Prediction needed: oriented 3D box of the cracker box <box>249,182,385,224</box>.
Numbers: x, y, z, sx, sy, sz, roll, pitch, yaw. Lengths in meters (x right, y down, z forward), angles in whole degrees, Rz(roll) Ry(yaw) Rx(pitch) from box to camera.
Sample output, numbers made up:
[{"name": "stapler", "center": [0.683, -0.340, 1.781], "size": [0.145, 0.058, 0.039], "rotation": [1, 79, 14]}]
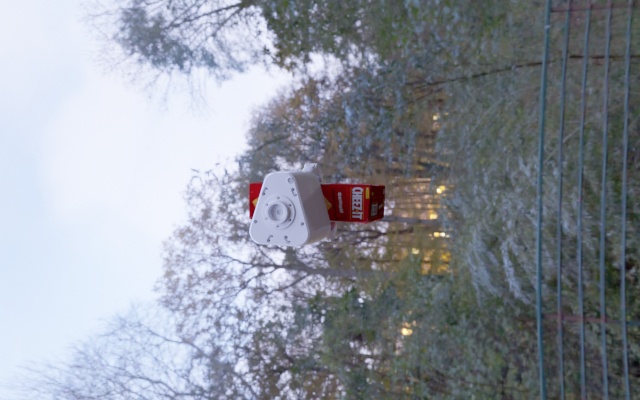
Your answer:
[{"name": "cracker box", "center": [0.000, 0.003, 0.868], "size": [0.213, 0.072, 0.164], "rotation": [2, 2, 16]}]
